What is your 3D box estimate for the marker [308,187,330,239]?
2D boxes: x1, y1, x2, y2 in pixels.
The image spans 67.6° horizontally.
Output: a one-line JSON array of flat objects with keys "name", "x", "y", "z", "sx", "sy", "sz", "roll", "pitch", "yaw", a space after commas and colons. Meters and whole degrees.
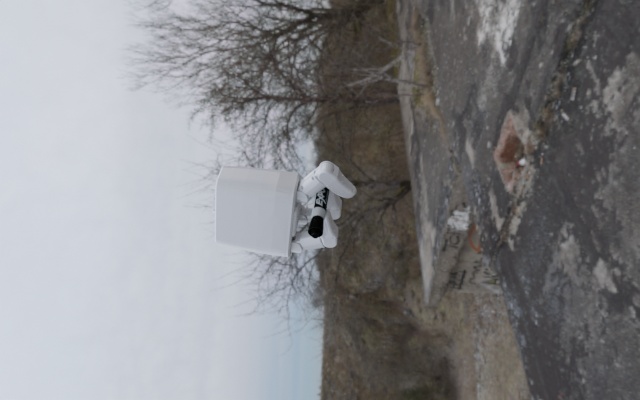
[{"name": "marker", "x": 0.000, "y": 0.002, "z": 0.613, "sx": 0.020, "sy": 0.020, "sz": 0.121, "roll": 0, "pitch": 42, "yaw": 9}]
